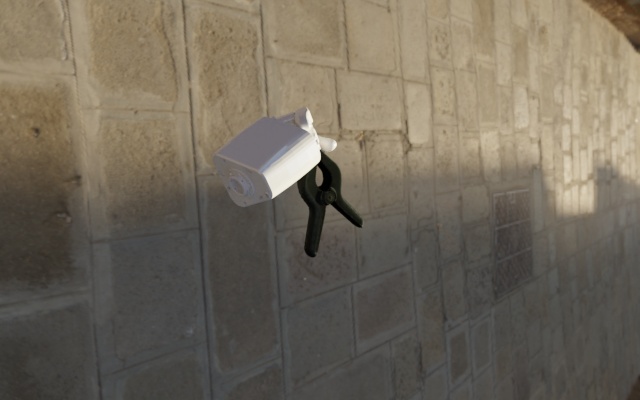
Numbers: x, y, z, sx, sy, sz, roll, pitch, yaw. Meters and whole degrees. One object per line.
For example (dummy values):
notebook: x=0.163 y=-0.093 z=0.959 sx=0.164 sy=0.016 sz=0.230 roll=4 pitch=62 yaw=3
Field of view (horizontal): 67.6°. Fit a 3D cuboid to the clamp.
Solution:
clamp: x=0.001 y=0.002 z=0.750 sx=0.039 sy=0.171 sz=0.120 roll=4 pitch=36 yaw=48
